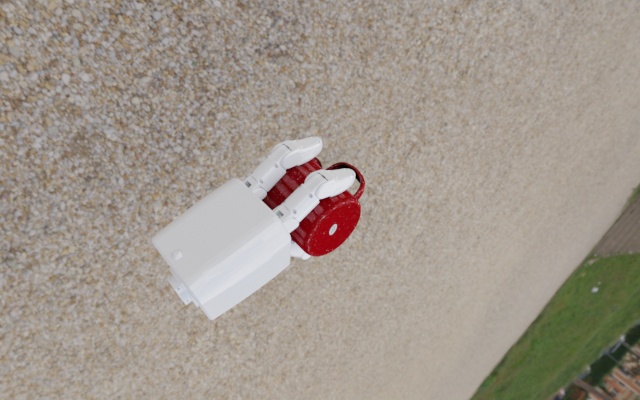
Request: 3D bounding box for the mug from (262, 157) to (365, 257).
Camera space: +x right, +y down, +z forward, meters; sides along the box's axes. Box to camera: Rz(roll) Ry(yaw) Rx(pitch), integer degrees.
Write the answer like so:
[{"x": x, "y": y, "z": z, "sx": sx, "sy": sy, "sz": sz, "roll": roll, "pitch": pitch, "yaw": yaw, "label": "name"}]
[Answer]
[{"x": 0.001, "y": 0.001, "z": 0.540, "sx": 0.117, "sy": 0.081, "sz": 0.093, "roll": -37, "pitch": -32, "yaw": -17, "label": "mug"}]
